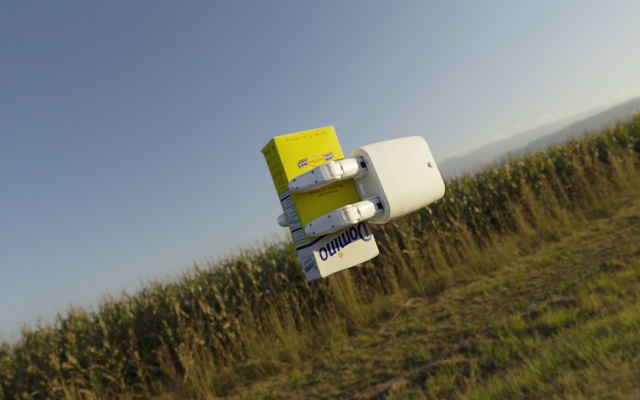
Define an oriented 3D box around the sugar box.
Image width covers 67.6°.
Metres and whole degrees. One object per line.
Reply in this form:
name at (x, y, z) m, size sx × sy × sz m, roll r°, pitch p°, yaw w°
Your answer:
sugar box at (0.000, 0.002, 0.592) m, size 0.093 × 0.176 × 0.048 m, roll -18°, pitch -7°, yaw -32°
